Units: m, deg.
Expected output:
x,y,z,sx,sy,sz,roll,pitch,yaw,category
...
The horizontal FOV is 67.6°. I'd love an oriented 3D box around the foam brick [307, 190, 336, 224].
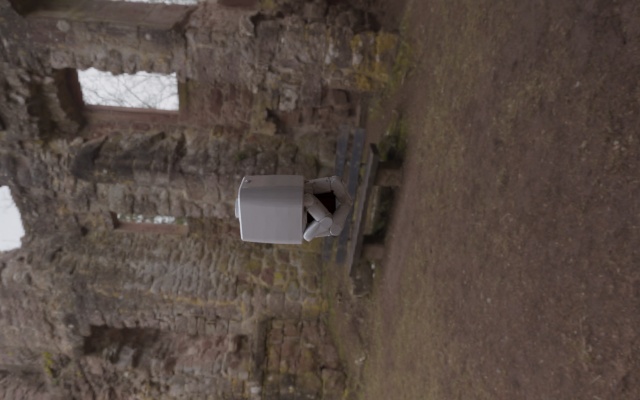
x,y,z,sx,sy,sz,roll,pitch,yaw,category
0.000,0.003,0.862,0.051,0.053,0.078,-1,21,-1,foam brick
